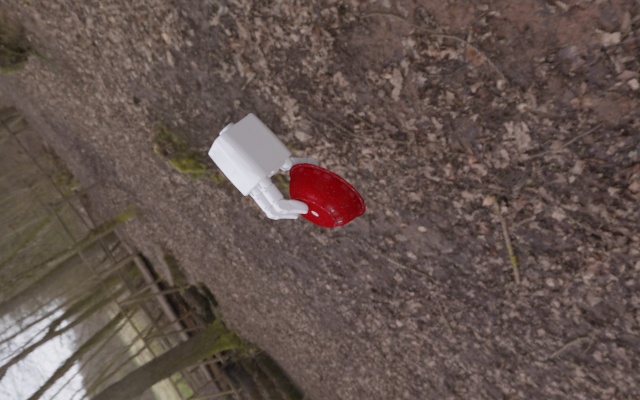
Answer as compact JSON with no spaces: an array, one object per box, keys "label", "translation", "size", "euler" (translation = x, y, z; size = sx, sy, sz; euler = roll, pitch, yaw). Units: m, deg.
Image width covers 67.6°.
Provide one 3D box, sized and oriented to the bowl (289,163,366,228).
[{"label":"bowl","translation":[0.001,0.004,0.883],"size":[0.162,0.055,0.162],"euler":[25,-24,12]}]
